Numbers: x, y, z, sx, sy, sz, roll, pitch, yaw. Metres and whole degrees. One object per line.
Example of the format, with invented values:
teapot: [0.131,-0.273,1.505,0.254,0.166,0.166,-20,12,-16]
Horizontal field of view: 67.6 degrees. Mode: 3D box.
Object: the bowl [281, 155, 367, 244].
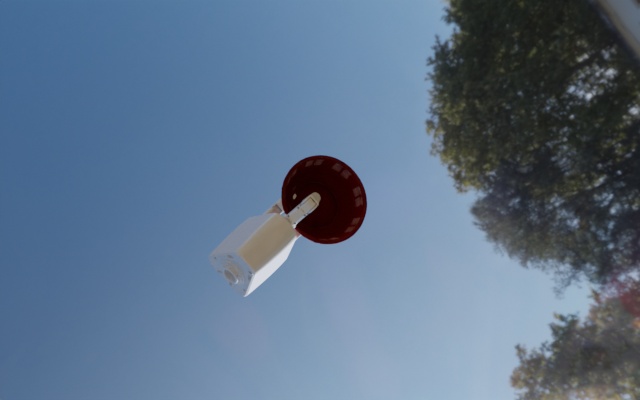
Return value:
bowl: [0.001,0.002,0.860,0.162,0.162,0.055,0,-13,-21]
